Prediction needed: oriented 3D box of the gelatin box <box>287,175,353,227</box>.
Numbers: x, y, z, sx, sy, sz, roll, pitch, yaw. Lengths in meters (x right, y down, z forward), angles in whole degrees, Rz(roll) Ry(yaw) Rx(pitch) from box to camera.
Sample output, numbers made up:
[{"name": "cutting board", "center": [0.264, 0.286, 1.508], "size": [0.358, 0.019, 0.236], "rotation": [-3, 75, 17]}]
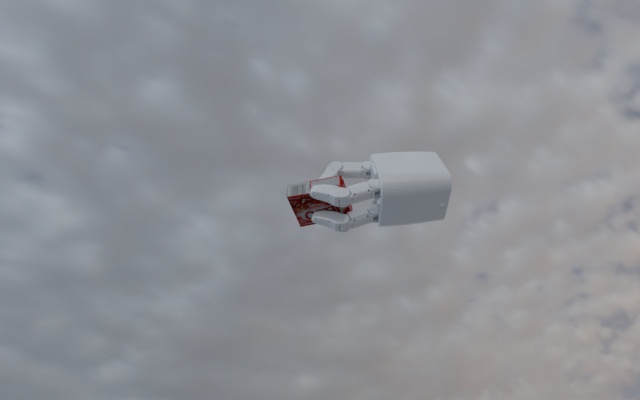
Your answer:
[{"name": "gelatin box", "center": [0.000, 0.002, 0.745], "size": [0.089, 0.030, 0.073], "rotation": [-10, -44, 11]}]
